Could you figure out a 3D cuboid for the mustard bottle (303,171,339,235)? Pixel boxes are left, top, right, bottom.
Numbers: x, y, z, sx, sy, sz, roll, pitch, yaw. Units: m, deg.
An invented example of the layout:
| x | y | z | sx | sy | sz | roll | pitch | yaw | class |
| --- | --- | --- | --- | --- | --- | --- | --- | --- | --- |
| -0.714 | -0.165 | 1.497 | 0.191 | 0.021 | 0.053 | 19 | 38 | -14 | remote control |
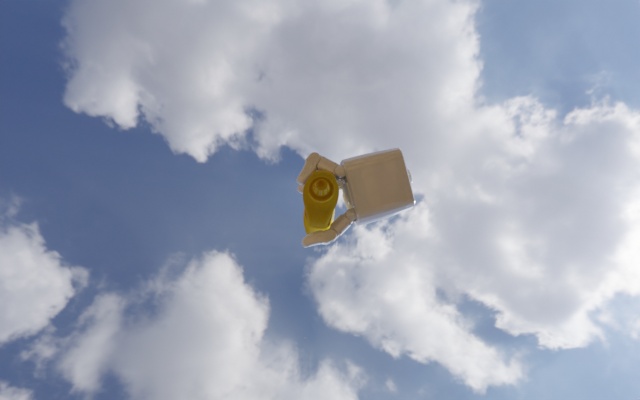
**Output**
| x | y | z | sx | sy | sz | roll | pitch | yaw | class |
| --- | --- | --- | --- | --- | --- | --- | --- | --- | --- |
| 0.000 | 0.003 | 0.808 | 0.058 | 0.096 | 0.192 | 9 | -16 | 1 | mustard bottle |
